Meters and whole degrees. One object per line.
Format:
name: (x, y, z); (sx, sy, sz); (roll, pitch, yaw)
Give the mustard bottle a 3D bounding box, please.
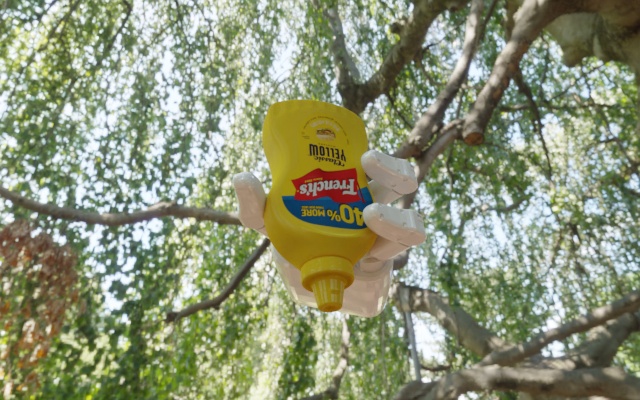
mustard bottle: (0.000, 0.001, 0.405); (0.096, 0.191, 0.058); (9, -36, -19)
